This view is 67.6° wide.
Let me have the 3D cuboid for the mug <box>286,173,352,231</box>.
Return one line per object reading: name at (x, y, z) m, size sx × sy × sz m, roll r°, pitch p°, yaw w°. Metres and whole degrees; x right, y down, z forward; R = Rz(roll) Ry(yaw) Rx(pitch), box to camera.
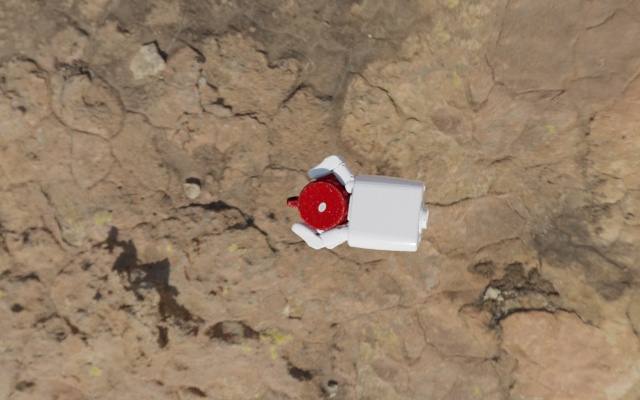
mug at (-0.001, 0.002, 0.791) m, size 0.117 × 0.093 × 0.081 m, roll 4°, pitch 9°, yaw 16°
